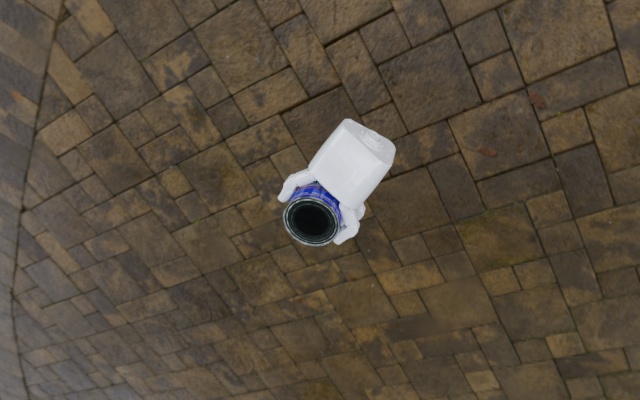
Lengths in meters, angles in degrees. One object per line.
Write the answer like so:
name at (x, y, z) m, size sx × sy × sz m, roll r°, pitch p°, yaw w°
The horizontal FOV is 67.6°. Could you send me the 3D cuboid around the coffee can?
coffee can at (0.000, 0.003, 0.886) m, size 0.103 × 0.103 × 0.140 m, roll 0°, pitch 31°, yaw 16°
